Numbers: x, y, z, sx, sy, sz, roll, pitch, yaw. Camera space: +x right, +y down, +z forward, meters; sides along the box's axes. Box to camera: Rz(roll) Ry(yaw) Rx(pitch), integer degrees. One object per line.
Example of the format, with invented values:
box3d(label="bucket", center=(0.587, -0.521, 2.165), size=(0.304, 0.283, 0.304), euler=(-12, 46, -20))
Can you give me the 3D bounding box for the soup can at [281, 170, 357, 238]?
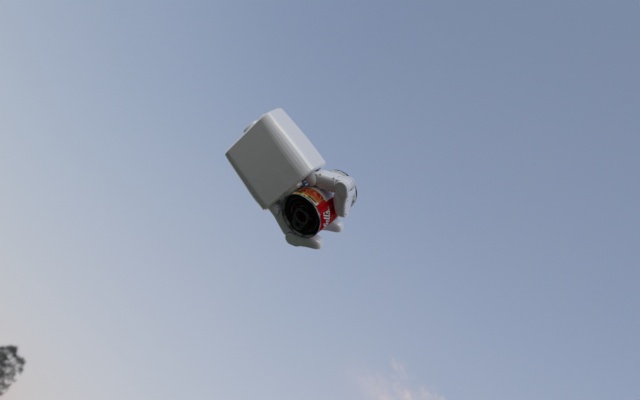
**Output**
box3d(label="soup can", center=(0.001, 0.003, 0.702), size=(0.068, 0.068, 0.102), euler=(0, 23, 38))
